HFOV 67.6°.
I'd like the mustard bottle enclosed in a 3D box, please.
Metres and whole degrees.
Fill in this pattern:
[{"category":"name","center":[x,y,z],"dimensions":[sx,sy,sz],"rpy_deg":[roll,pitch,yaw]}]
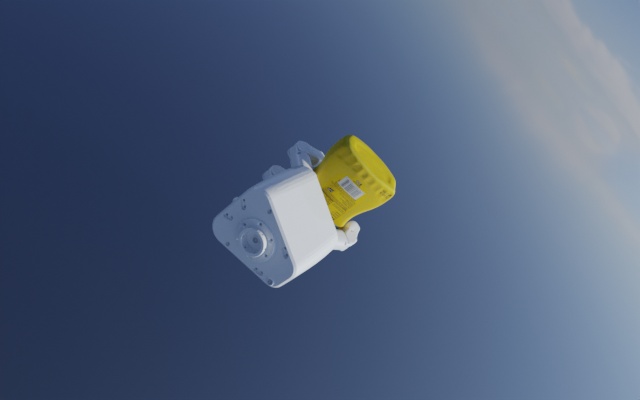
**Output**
[{"category":"mustard bottle","center":[0.000,0.002,0.642],"dimensions":[0.192,0.096,0.058],"rpy_deg":[-36,21,29]}]
